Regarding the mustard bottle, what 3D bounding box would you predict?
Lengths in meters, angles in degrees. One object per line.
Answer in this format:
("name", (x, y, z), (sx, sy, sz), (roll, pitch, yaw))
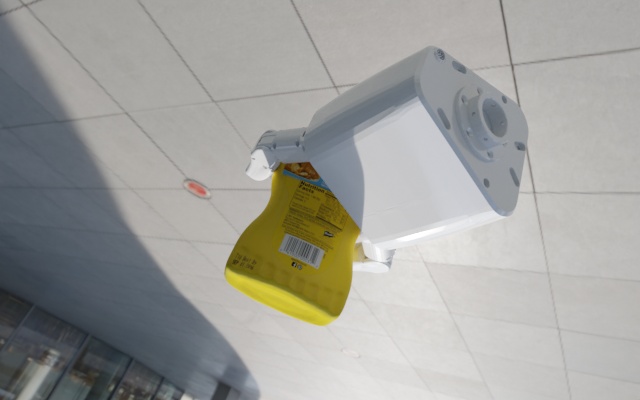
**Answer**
("mustard bottle", (0.000, 0.002, 0.411), (0.096, 0.191, 0.058), (25, -31, -3))
